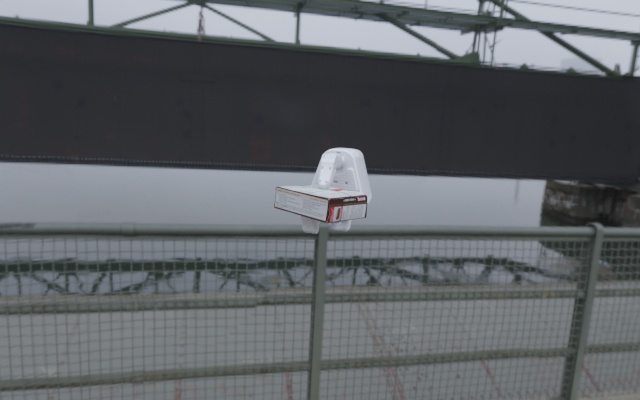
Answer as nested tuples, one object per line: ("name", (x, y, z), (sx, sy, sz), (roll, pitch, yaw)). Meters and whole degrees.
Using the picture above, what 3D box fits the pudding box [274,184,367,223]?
("pudding box", (0.000, 0.002, 0.714), (0.113, 0.039, 0.090), (12, 13, 42))
